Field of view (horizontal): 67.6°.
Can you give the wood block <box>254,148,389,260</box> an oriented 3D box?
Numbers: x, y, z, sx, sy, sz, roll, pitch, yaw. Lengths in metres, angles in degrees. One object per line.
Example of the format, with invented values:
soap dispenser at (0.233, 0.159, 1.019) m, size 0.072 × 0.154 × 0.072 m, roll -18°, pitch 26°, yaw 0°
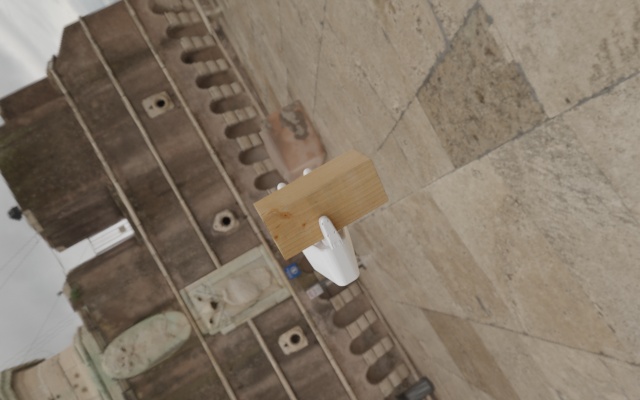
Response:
wood block at (0.000, 0.003, 0.835) m, size 0.206 × 0.090 × 0.090 m, roll -30°, pitch 25°, yaw -7°
